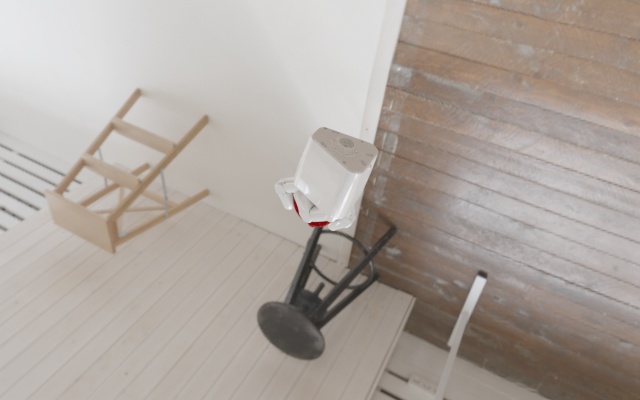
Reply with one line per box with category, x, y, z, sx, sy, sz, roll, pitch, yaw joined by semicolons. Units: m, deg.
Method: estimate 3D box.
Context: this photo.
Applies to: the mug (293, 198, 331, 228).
mug;0.000;0.004;0.884;0.093;0.117;0.081;30;43;10
